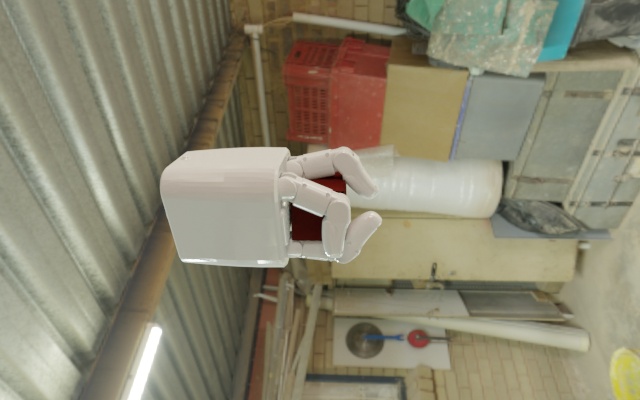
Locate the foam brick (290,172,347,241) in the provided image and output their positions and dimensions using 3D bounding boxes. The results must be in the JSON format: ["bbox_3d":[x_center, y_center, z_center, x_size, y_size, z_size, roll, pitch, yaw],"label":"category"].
[{"bbox_3d":[0.000,0.002,0.483,0.051,0.053,0.078,0,20,4],"label":"foam brick"}]
